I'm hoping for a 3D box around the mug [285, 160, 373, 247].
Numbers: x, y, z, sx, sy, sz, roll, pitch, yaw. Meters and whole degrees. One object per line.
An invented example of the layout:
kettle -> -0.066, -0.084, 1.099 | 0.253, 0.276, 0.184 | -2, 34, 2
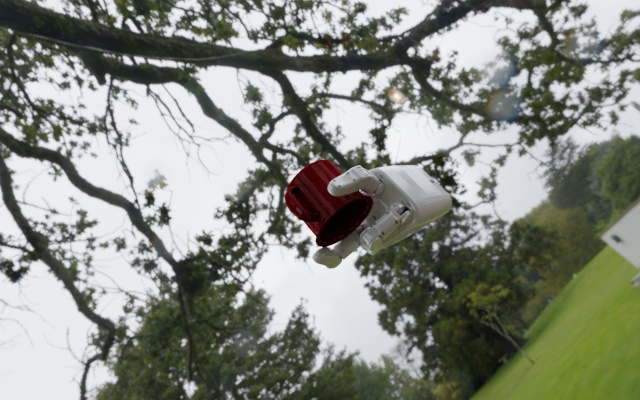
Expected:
mug -> -0.001, 0.002, 0.619 | 0.117, 0.093, 0.081 | -9, 50, -48
